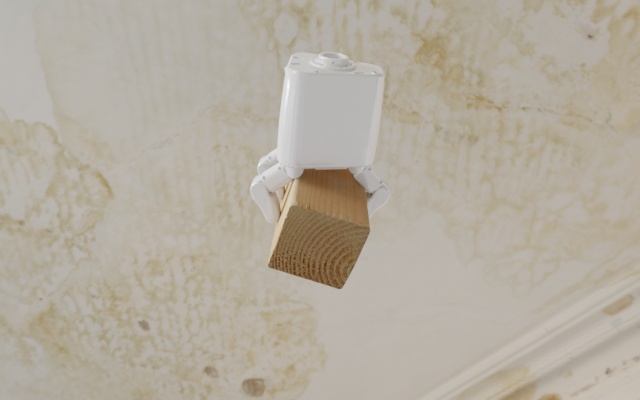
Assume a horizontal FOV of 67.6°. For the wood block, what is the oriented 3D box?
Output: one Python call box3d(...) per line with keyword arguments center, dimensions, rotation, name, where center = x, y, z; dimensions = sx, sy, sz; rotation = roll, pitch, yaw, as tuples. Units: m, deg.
box3d(center=(0.001, 0.002, 0.598), dimensions=(0.091, 0.090, 0.206), rotation=(18, 29, -8), name="wood block")
